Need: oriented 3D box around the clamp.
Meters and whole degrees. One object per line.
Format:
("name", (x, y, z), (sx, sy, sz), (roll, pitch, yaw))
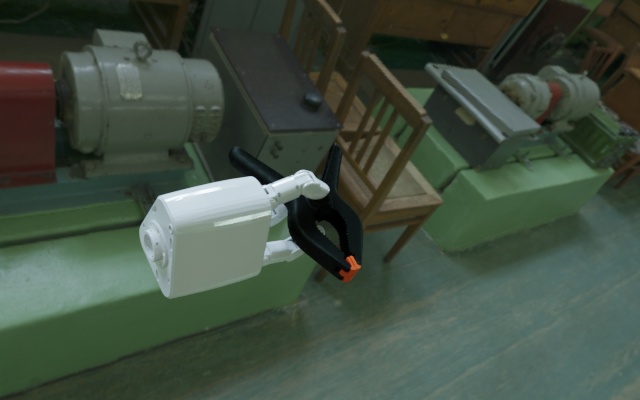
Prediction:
("clamp", (0.000, 0.002, 0.590), (0.164, 0.210, 0.036), (-14, -32, -35))
